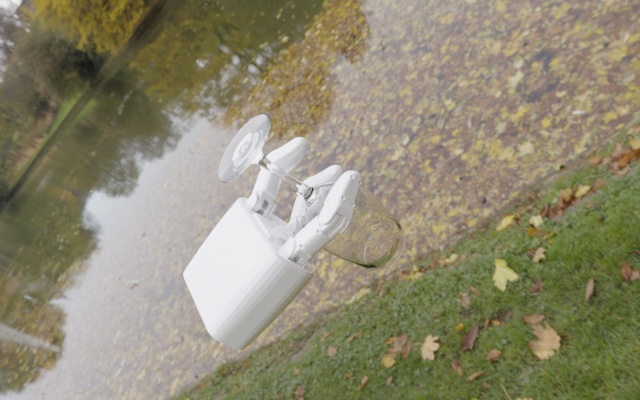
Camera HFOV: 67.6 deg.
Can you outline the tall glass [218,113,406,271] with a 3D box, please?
[{"bbox_3d":[0.000,0.001,0.481,0.201,0.079,0.079,35,-19,-30],"label":"tall glass"}]
